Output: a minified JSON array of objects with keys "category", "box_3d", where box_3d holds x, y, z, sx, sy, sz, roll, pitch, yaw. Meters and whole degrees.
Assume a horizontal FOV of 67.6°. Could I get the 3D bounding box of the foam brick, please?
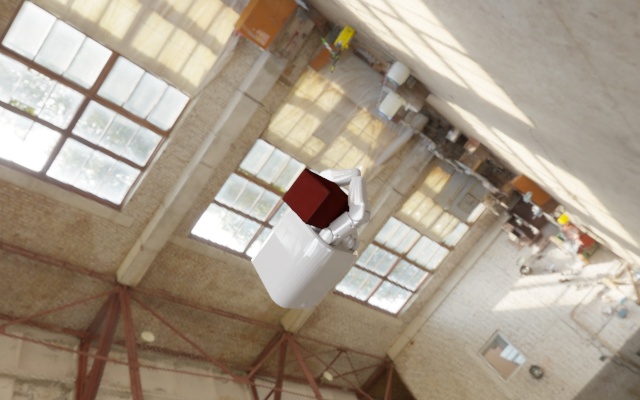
[{"category":"foam brick","box_3d":[0.000,0.002,0.612,0.053,0.051,0.078,46,12,31]}]
